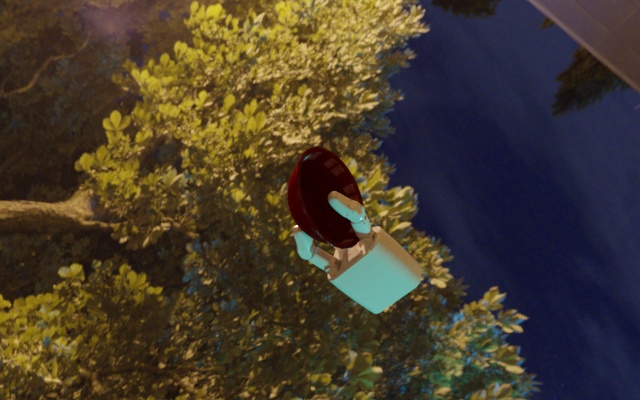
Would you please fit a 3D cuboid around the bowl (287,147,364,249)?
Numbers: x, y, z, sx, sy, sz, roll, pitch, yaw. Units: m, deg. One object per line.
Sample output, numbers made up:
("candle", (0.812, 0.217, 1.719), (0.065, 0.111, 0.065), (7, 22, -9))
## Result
("bowl", (-0.001, 0.001, 0.730), (0.055, 0.162, 0.162), (-22, -13, 34))
